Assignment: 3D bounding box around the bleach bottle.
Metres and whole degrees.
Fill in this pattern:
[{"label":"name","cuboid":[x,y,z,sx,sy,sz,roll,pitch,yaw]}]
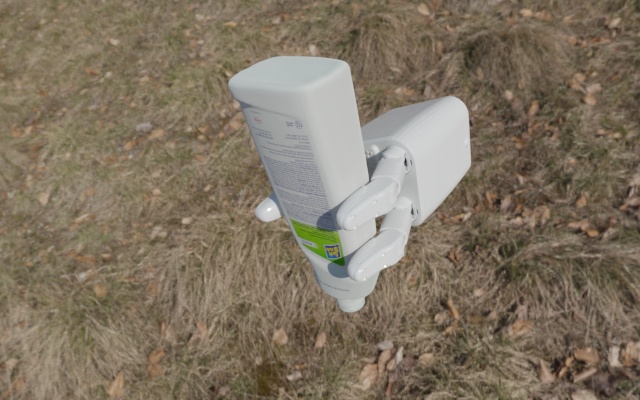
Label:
[{"label":"bleach bottle","cuboid":[0.000,0.001,0.438,0.102,0.251,0.068,17,44,40]}]
